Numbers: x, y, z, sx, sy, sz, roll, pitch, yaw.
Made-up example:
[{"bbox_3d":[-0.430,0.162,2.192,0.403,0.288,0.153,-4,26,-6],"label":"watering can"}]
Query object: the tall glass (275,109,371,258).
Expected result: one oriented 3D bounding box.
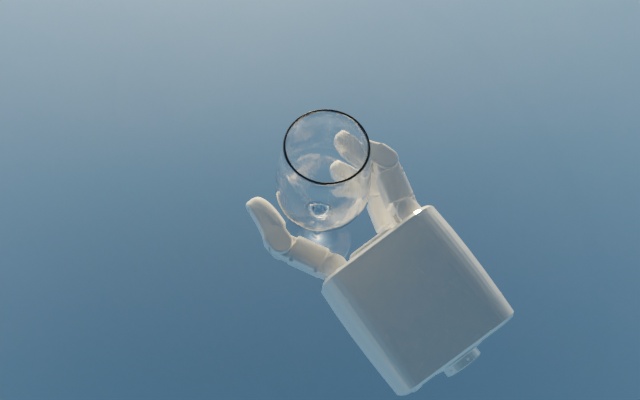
[{"bbox_3d":[0.000,0.002,0.425,0.079,0.079,0.201,0,-24,-3],"label":"tall glass"}]
